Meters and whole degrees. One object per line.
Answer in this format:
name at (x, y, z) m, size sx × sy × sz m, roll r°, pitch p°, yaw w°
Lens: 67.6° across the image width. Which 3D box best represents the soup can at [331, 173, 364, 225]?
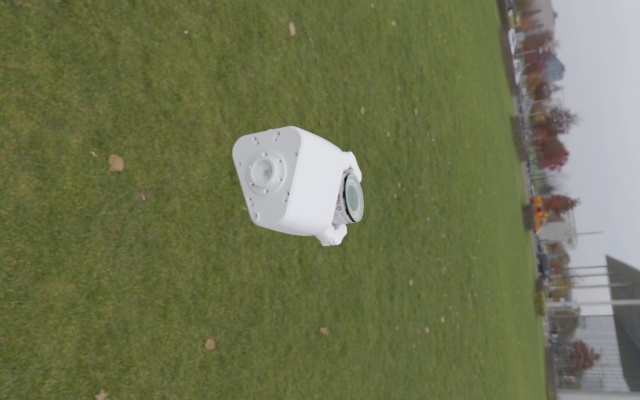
soup can at (0.001, 0.002, 0.655) m, size 0.102 × 0.068 × 0.068 m, roll -8°, pitch -3°, yaw 24°
